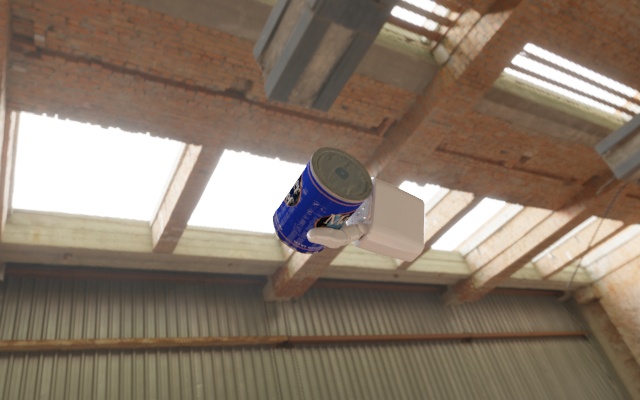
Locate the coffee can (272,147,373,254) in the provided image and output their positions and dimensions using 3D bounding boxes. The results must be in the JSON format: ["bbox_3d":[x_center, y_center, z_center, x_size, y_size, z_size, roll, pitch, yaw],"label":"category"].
[{"bbox_3d":[0.000,0.002,0.736,0.103,0.102,0.140,0,-38,-36],"label":"coffee can"}]
